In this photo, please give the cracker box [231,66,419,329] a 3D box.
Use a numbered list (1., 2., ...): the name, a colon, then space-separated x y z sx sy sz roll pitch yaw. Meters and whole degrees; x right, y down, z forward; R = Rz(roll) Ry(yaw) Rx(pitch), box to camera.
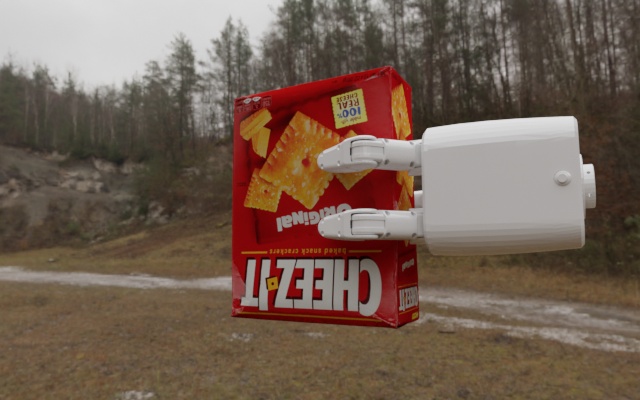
1. cracker box: 0.000 0.001 0.439 0.164 0.213 0.072 -4 -8 27
